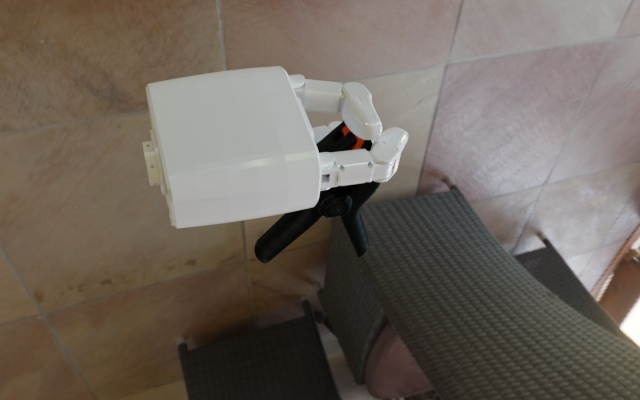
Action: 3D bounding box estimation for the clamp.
[{"bbox_3d":[0.000,0.002,0.438,0.120,0.172,0.039,-11,45,-19],"label":"clamp"}]
